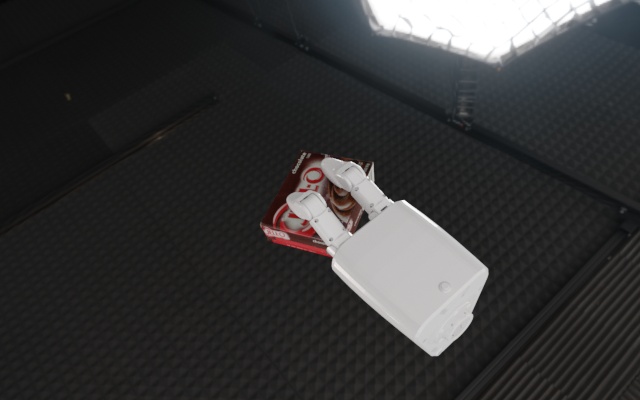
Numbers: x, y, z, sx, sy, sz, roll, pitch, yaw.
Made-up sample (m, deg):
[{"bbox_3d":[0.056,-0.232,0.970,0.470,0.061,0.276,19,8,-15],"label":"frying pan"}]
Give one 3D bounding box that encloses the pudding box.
[{"bbox_3d":[0.000,0.002,0.521,0.090,0.113,0.039,12,-36,22],"label":"pudding box"}]
